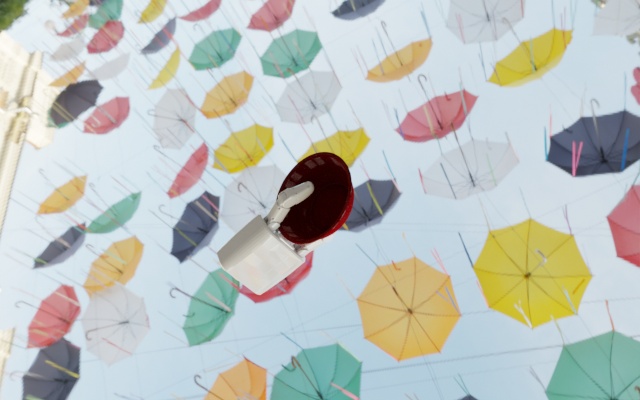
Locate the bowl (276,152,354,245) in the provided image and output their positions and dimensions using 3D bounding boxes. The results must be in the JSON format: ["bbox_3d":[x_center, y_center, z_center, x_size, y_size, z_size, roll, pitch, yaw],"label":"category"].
[{"bbox_3d":[0.001,0.002,0.797,0.162,0.162,0.055,0,-20,42],"label":"bowl"}]
